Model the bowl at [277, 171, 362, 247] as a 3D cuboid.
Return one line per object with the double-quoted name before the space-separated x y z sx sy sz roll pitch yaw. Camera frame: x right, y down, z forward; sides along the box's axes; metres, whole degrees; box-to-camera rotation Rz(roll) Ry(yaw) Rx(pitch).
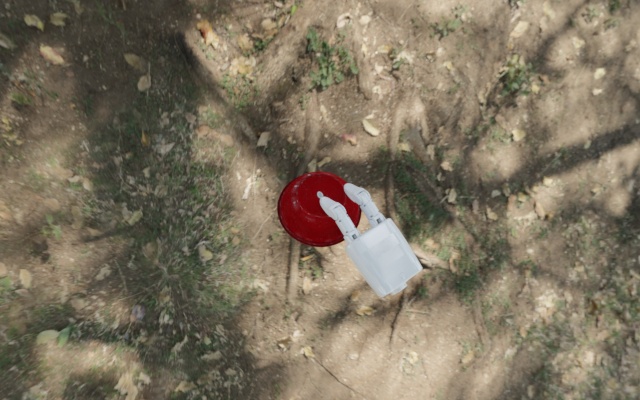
"bowl" -0.001 0.002 0.889 0.162 0.162 0.055 0 -29 -5
